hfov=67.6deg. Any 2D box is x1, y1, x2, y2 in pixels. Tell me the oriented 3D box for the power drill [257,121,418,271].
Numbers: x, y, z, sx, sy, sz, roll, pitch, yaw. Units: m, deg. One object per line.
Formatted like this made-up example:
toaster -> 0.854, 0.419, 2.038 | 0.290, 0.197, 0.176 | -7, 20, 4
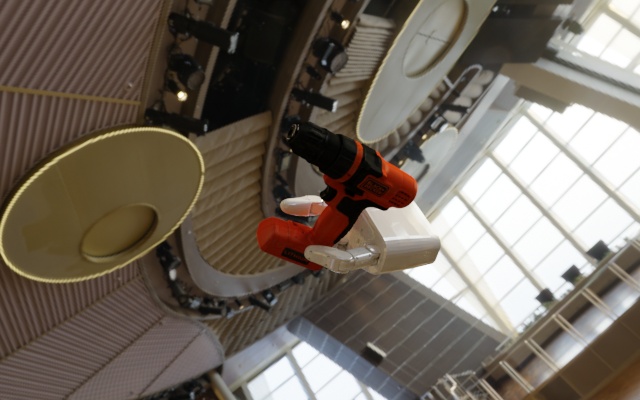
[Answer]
power drill -> 0.000, 0.002, 0.595 | 0.184, 0.057, 0.188 | 26, -54, -27
